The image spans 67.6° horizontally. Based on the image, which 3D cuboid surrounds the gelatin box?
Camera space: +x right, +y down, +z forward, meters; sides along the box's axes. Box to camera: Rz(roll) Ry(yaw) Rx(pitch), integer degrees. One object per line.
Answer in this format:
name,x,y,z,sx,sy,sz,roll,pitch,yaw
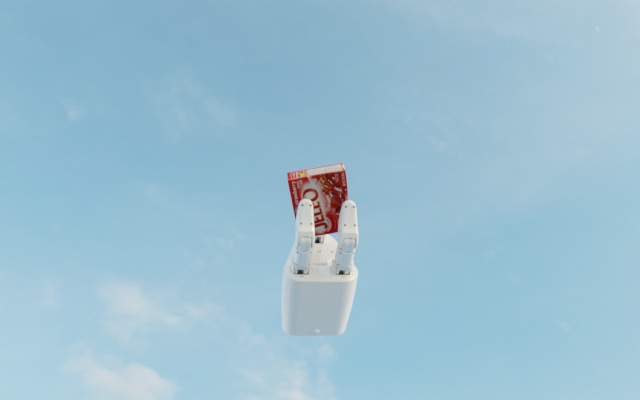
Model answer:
gelatin box,0.000,0.001,0.614,0.073,0.089,0.030,-10,27,-2
